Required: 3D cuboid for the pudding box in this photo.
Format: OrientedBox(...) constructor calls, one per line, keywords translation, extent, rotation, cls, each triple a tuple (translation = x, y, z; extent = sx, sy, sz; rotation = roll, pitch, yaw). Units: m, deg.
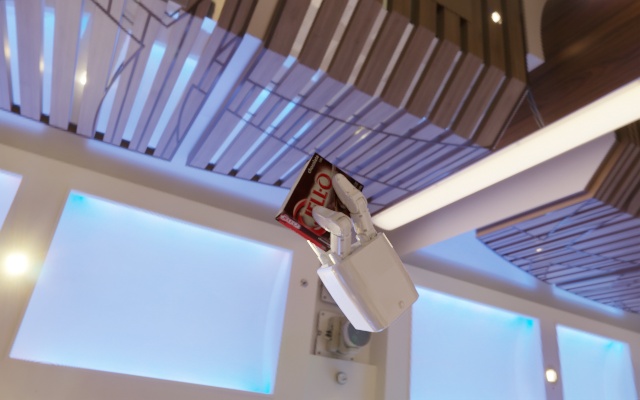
OrientedBox(translation=(0.000, 0.002, 0.672), extent=(0.090, 0.113, 0.039), rotation=(34, -33, -13), cls="pudding box")
